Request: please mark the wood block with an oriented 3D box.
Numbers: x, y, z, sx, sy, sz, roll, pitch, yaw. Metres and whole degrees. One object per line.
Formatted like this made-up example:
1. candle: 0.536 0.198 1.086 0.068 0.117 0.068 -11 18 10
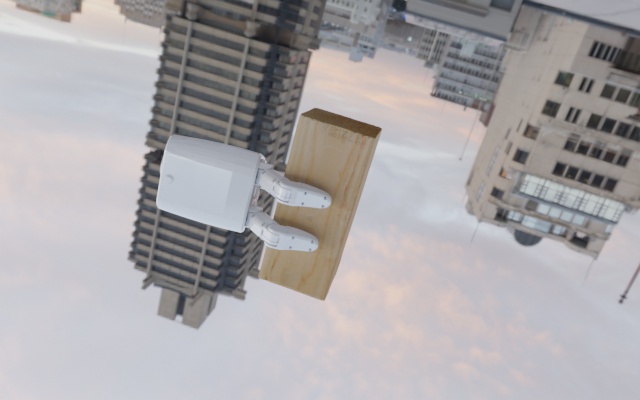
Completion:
1. wood block: 0.000 0.002 0.586 0.090 0.206 0.090 18 19 6
